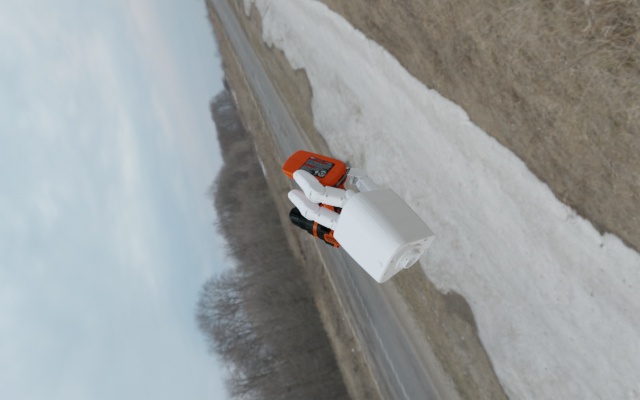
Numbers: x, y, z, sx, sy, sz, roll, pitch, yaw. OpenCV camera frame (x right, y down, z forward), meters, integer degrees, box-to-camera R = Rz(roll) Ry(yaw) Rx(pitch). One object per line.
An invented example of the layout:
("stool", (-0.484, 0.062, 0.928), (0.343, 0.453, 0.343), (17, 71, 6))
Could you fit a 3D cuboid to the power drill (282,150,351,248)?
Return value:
("power drill", (0.000, 0.002, 0.817), (0.184, 0.057, 0.188), (18, -33, 33))
